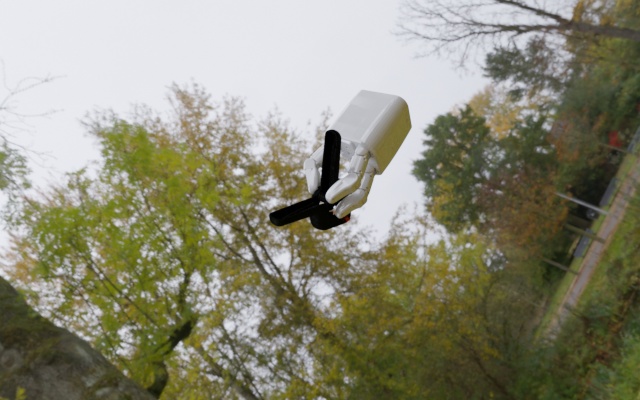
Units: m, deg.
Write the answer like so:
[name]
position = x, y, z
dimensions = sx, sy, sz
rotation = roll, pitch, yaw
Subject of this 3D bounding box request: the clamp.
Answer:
[clamp]
position = 0.000, 0.002, 0.767
dimensions = 0.036, 0.164, 0.210
rotation = 32, -13, 27
